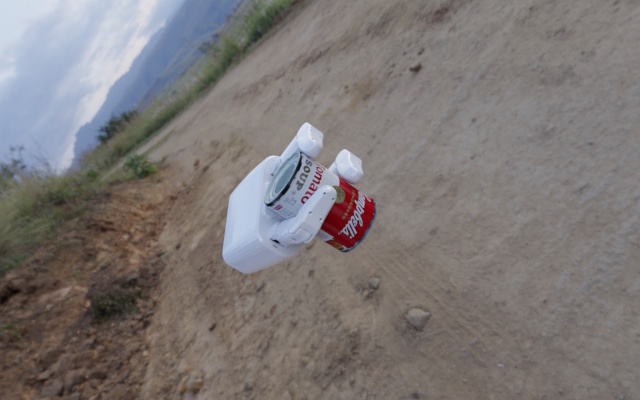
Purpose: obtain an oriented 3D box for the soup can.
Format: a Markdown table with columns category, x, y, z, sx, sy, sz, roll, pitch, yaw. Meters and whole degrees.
| category | x | y | z | sx | sy | sz | roll | pitch | yaw |
| --- | --- | --- | --- | --- | --- | --- | --- | --- | --- |
| soup can | 0.000 | 0.001 | 0.506 | 0.102 | 0.068 | 0.068 | 33 | -12 | -20 |
